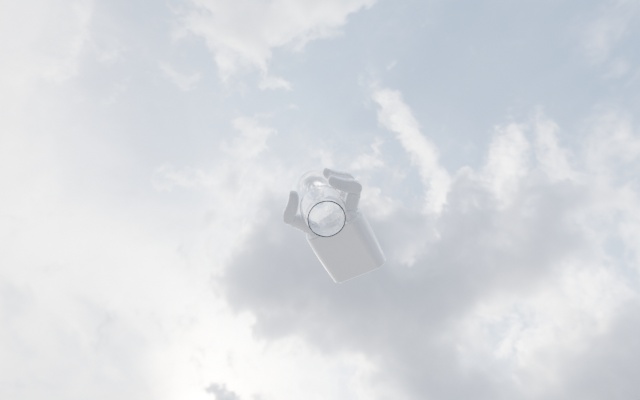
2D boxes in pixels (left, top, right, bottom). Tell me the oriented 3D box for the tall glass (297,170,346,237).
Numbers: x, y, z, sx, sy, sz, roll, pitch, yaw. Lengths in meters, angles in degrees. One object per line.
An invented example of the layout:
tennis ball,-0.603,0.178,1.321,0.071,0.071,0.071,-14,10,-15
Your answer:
tall glass,0.000,0.003,0.851,0.079,0.079,0.201,0,16,-6
